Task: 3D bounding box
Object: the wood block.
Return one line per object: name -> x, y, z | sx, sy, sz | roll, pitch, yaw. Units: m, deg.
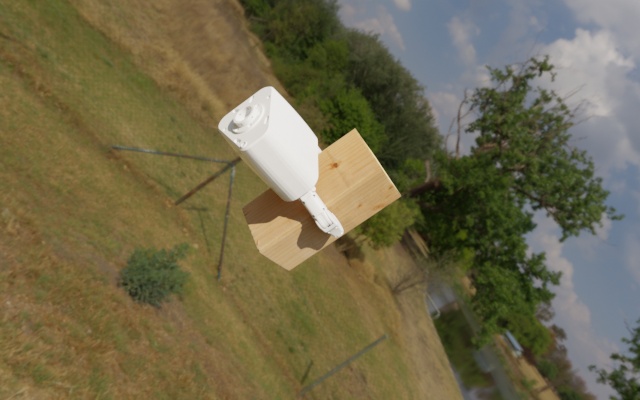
wood block -> 0.000, 0.002, 0.708 | 0.206, 0.090, 0.090 | -34, -36, 9
